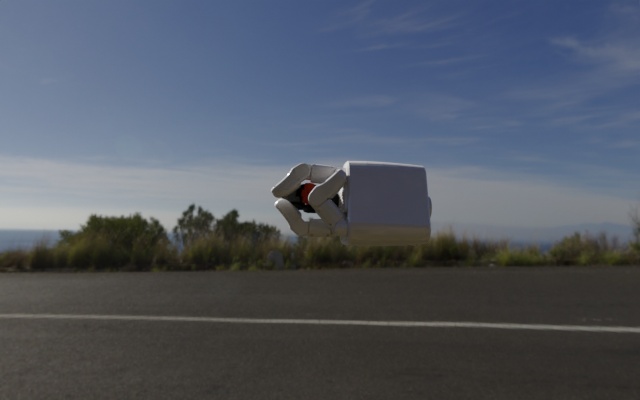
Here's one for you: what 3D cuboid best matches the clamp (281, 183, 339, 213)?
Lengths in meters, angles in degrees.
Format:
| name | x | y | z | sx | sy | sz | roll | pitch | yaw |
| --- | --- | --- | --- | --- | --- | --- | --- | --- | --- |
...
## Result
| name | x | y | z | sx | sy | sz | roll | pitch | yaw |
| --- | --- | --- | --- | --- | --- | --- | --- | --- | --- |
| clamp | 0.000 | 0.002 | 0.705 | 0.120 | 0.039 | 0.171 | 2 | -4 | -4 |
